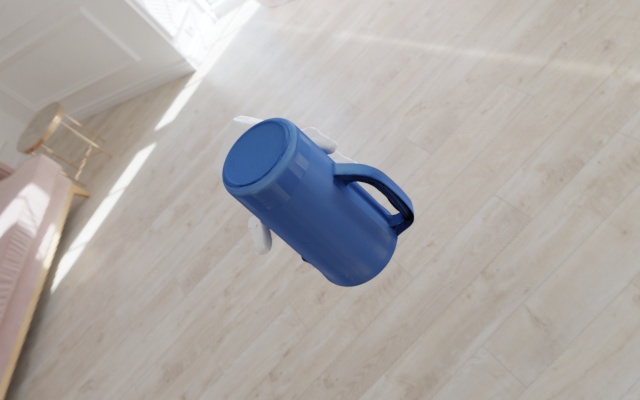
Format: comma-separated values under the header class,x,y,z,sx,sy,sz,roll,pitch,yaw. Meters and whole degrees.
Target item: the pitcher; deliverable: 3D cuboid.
class,x,y,z,sx,sy,sz,roll,pitch,yaw
pitcher,0.000,0.002,0.611,0.145,0.149,0.243,30,-10,46
